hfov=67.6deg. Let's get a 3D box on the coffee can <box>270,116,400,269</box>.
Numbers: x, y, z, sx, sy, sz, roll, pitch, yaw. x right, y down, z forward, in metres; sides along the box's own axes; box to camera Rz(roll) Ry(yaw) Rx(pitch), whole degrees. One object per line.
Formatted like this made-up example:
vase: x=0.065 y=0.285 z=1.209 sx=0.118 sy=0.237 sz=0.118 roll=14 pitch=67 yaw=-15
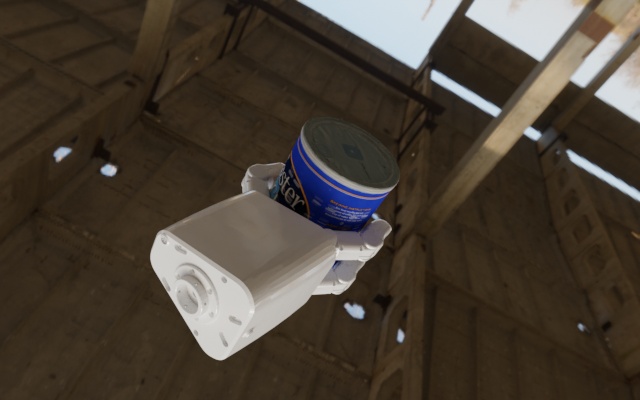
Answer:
coffee can: x=0.000 y=0.001 z=0.485 sx=0.103 sy=0.102 sz=0.140 roll=0 pitch=-44 yaw=-37
